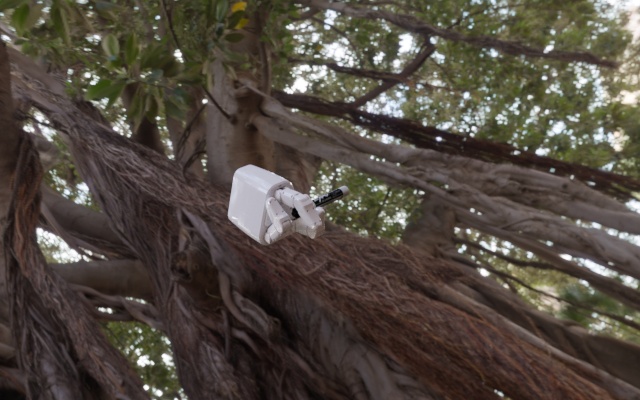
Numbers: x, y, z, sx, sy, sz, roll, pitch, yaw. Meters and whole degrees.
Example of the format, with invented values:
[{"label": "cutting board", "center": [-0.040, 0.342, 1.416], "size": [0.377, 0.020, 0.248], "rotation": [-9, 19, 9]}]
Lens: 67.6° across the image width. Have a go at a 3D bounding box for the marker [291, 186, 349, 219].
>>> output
[{"label": "marker", "center": [0.000, 0.003, 0.799], "size": [0.121, 0.020, 0.020], "rotation": [-24, 15, -37]}]
